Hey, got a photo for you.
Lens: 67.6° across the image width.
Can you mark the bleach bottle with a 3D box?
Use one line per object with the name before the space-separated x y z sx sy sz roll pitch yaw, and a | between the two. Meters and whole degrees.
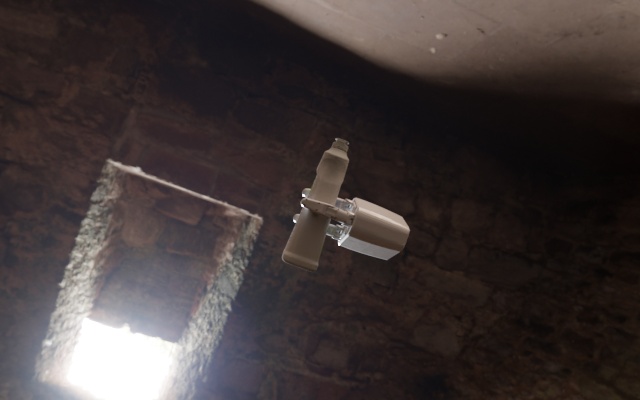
bleach bottle | 0.000 0.003 0.897 0.068 0.251 0.102 20 -4 -5
